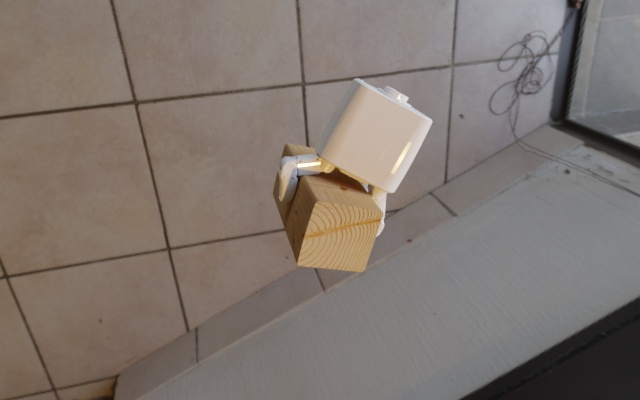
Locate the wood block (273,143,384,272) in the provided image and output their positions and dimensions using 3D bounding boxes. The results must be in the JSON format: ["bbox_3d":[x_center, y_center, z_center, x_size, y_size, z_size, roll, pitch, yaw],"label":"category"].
[{"bbox_3d":[0.000,0.002,0.661,0.091,0.090,0.206,9,22,-18],"label":"wood block"}]
